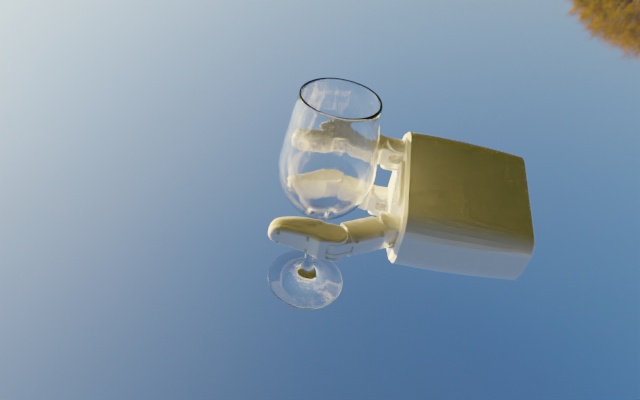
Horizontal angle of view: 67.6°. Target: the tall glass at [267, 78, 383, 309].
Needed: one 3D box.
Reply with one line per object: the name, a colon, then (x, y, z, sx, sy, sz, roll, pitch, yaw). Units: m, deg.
tall glass: (0.000, 0.002, 0.406, 0.079, 0.201, 0.079, 6, 40, -5)
